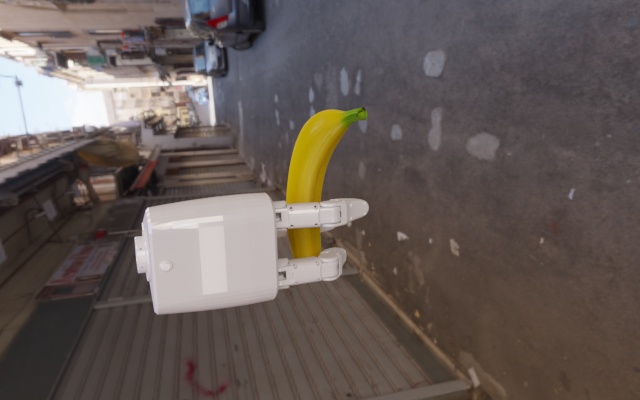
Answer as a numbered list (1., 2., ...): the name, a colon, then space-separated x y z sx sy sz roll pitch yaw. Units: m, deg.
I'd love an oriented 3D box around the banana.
1. banana: -0.008 -0.011 0.485 0.037 0.198 0.069 -5 33 -31
